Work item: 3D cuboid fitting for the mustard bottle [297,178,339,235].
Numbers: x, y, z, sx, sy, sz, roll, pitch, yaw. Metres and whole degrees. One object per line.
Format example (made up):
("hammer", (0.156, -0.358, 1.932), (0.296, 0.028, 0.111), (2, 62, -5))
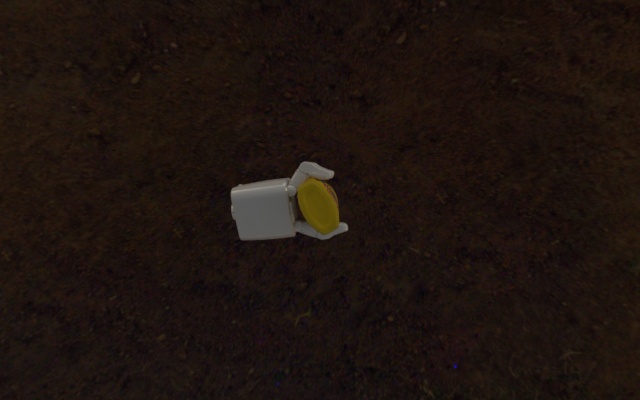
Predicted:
("mustard bottle", (0.000, 0.003, 0.897), (0.058, 0.096, 0.191), (-30, 4, 5))
